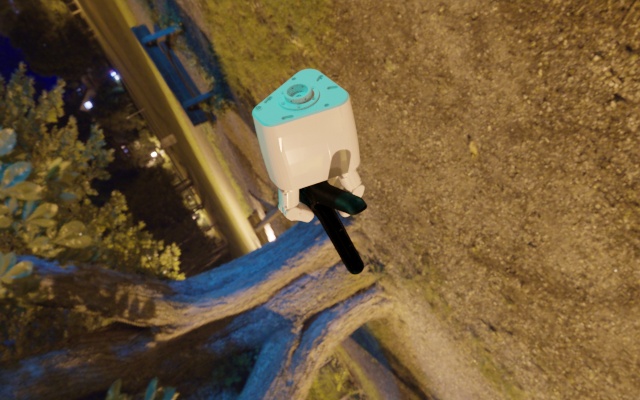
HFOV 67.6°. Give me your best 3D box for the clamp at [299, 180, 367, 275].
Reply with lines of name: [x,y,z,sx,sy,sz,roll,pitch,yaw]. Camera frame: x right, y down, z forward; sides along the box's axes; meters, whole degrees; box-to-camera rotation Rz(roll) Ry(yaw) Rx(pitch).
clamp: [-0.001,0.002,0.678,0.036,0.165,0.210,-29,50,-18]
